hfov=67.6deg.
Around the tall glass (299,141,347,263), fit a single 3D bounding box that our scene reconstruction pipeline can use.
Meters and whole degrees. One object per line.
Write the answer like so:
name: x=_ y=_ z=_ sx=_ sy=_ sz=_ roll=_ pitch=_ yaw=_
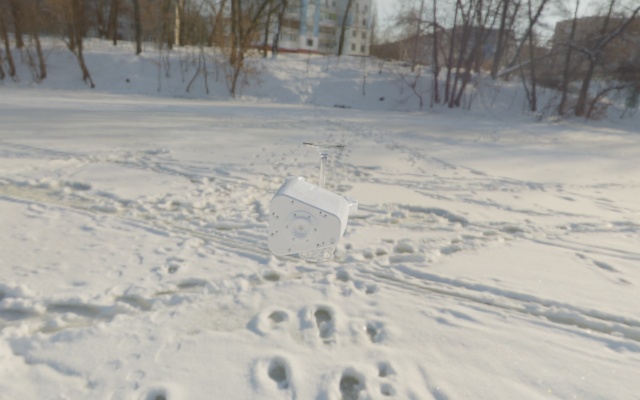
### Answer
tall glass: x=0.000 y=0.002 z=0.823 sx=0.079 sy=0.201 sz=0.079 roll=4 pitch=14 yaw=-1
